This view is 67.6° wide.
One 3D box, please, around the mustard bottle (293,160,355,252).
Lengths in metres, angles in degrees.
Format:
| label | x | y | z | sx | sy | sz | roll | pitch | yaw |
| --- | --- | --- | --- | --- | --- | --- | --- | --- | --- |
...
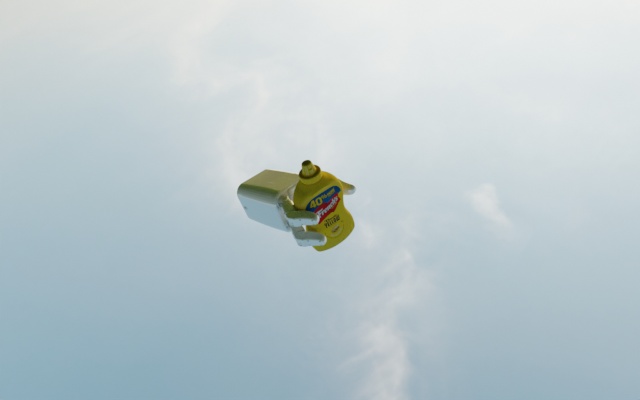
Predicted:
| label | x | y | z | sx | sy | sz | roll | pitch | yaw |
| --- | --- | --- | --- | --- | --- | --- | --- | --- | --- |
| mustard bottle | 0.000 | 0.003 | 0.881 | 0.096 | 0.192 | 0.058 | -32 | 42 | -14 |
